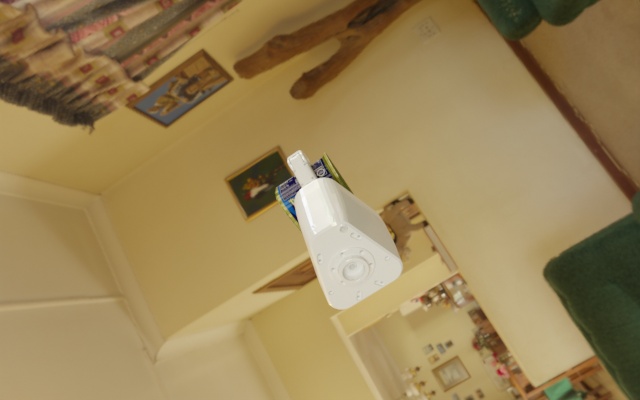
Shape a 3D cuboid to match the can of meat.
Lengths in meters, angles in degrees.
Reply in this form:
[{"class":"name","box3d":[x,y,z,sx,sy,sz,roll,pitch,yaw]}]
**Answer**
[{"class":"can of meat","box3d":[0.000,0.002,0.638,0.084,0.102,0.057,-33,30,6]}]
